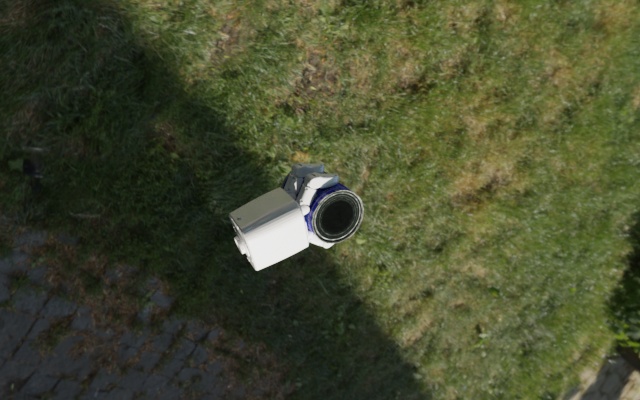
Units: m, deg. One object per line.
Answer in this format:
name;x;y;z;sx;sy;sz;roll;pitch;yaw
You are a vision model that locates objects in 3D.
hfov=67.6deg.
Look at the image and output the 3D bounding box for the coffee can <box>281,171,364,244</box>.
coffee can;0.000;0.003;0.881;0.103;0.103;0.140;0;22;-29
